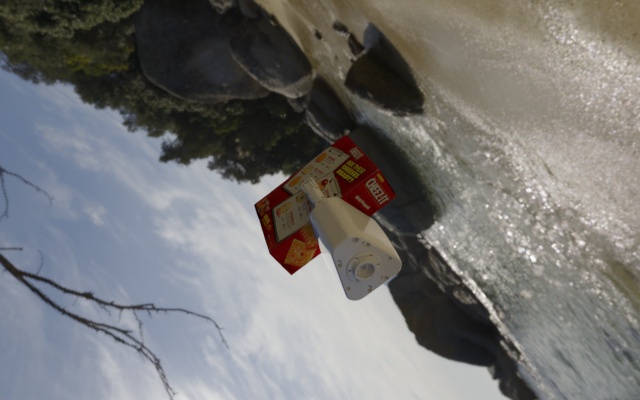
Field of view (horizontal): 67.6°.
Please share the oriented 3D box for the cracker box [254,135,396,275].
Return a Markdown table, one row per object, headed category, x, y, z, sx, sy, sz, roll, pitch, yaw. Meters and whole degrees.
| category | x | y | z | sx | sy | sz | roll | pitch | yaw |
| --- | --- | --- | --- | --- | --- | --- | --- | --- | --- |
| cracker box | 0.000 | 0.003 | 0.809 | 0.214 | 0.072 | 0.164 | -37 | 32 | 4 |
